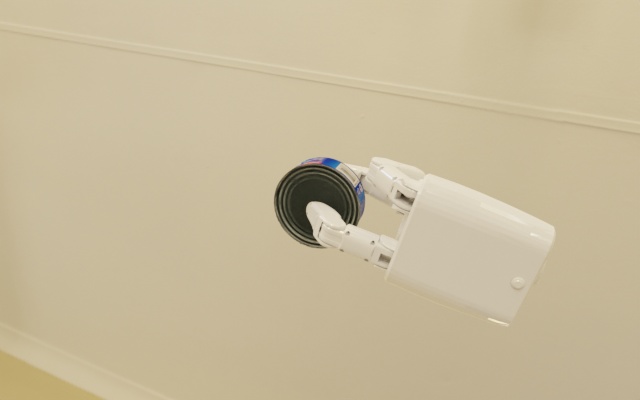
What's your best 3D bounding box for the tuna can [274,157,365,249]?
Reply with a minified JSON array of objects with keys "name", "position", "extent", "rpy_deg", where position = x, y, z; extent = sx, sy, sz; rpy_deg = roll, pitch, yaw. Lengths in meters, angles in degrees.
[{"name":"tuna can","position":[0.000,0.001,0.468],"extent":[0.086,0.086,0.033],"rpy_deg":[0,19,17]}]
